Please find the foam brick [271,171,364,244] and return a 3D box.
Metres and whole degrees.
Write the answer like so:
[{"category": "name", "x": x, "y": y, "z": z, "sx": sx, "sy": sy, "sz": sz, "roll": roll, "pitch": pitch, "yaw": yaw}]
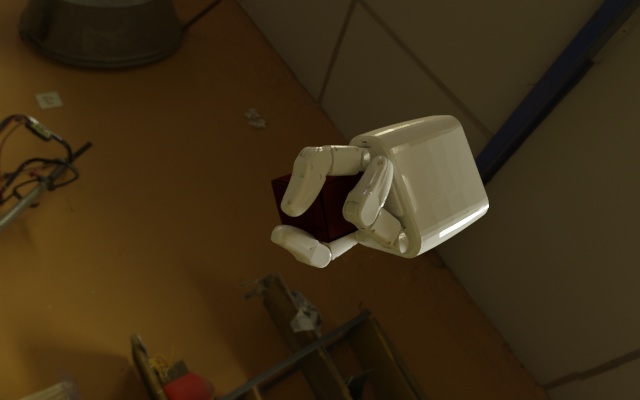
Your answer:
[{"category": "foam brick", "x": 0.000, "y": 0.001, "z": 0.440, "sx": 0.051, "sy": 0.053, "sz": 0.078, "roll": -22, "pitch": 19, "yaw": -32}]
